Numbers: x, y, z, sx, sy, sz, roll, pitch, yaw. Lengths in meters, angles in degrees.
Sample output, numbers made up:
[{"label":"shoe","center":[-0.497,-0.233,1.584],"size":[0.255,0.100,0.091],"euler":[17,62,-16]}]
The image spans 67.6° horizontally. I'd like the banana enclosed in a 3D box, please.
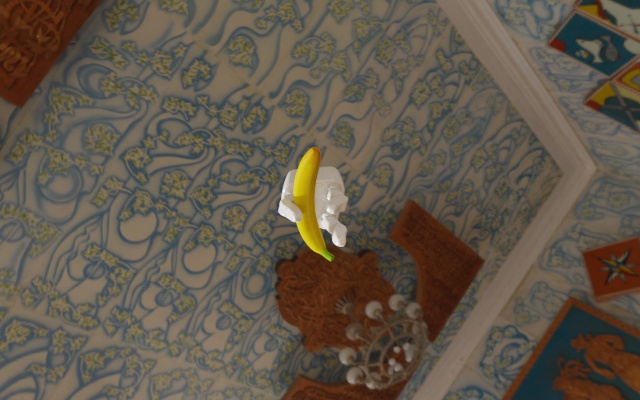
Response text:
[{"label":"banana","center":[-0.016,0.006,0.815],"size":[0.069,0.198,0.037],"euler":[0,18,28]}]
